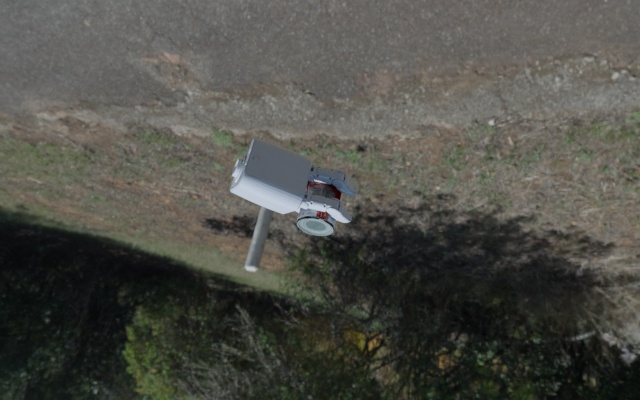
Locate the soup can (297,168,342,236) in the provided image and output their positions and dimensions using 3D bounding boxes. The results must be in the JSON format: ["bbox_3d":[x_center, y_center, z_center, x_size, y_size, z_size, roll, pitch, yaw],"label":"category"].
[{"bbox_3d":[0.000,0.003,0.844,0.068,0.102,0.068,9,-29,5],"label":"soup can"}]
